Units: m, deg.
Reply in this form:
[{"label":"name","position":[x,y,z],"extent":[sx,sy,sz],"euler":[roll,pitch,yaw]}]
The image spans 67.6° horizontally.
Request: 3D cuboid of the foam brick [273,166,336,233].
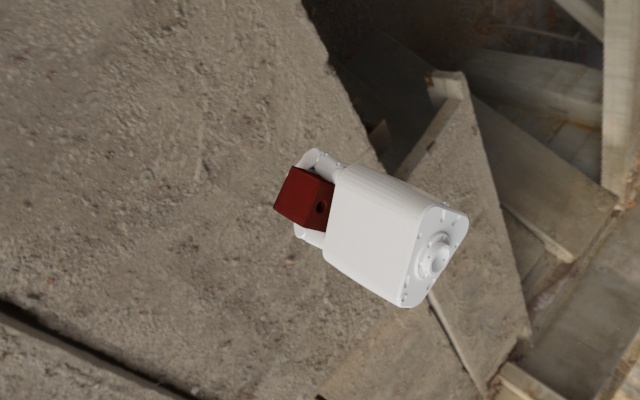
[{"label":"foam brick","position":[0.000,0.002,0.517],"extent":[0.078,0.053,0.051],"euler":[15,11,-46]}]
